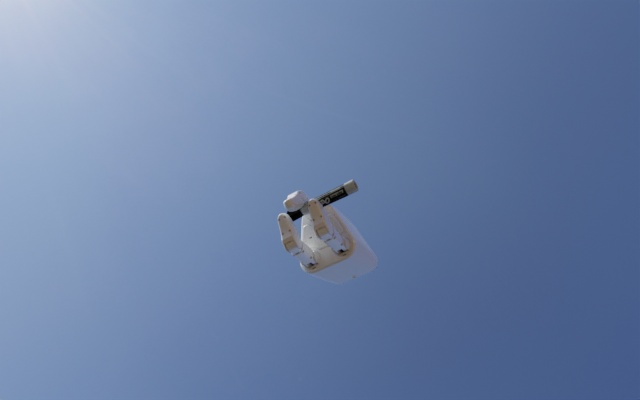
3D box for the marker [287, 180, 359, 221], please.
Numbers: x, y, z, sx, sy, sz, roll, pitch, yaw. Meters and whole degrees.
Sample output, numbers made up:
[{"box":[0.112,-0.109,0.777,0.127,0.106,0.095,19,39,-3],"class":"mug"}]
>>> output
[{"box":[0.000,0.002,0.717,0.121,0.020,0.020,-26,-9,19],"class":"marker"}]
